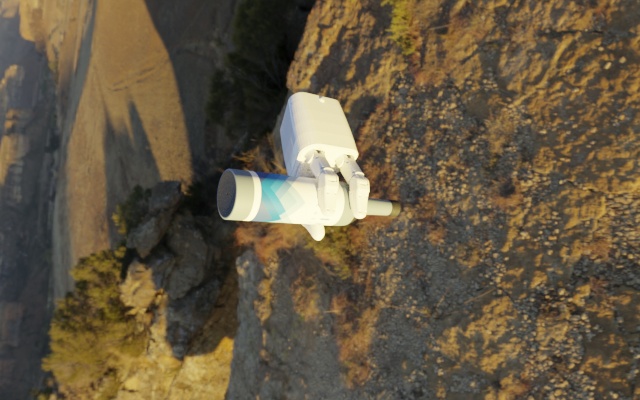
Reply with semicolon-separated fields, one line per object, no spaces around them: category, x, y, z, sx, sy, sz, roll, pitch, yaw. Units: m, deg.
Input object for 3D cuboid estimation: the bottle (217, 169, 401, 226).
bottle;0.000;0.002;0.701;0.296;0.069;0.069;5;-3;-34
